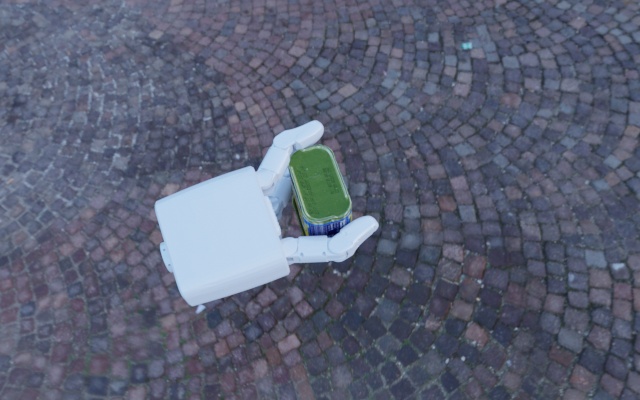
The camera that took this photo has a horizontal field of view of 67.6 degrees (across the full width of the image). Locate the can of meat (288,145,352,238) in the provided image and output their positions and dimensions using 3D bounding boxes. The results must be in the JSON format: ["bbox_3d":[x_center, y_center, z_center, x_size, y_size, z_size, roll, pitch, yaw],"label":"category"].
[{"bbox_3d":[0.000,0.002,0.528,0.057,0.102,0.084,-16,-31,-5],"label":"can of meat"}]
